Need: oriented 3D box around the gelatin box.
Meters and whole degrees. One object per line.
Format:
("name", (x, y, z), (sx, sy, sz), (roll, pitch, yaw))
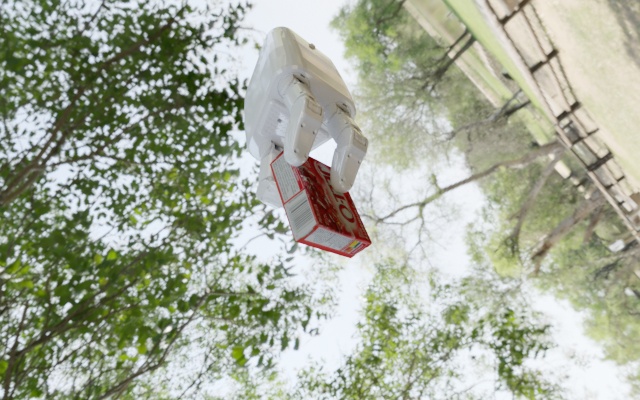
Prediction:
("gelatin box", (0.000, 0.002, 0.418), (0.030, 0.089, 0.073), (-39, -38, 25))
